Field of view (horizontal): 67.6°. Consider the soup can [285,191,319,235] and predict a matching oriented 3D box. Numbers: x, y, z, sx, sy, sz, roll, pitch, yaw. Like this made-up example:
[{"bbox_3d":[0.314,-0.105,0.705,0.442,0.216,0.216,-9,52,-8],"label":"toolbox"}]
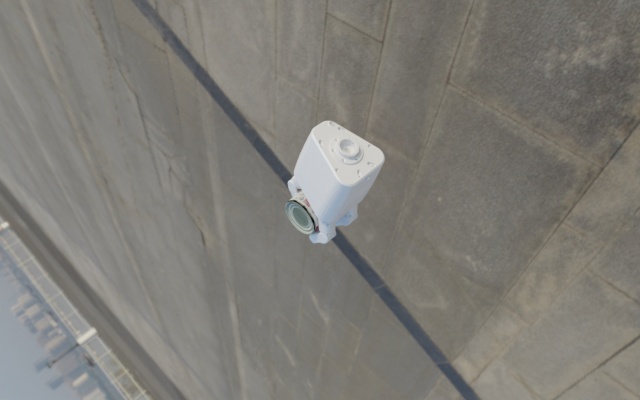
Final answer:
[{"bbox_3d":[0.000,0.003,0.799,0.102,0.068,0.068,-38,22,-31],"label":"soup can"}]
